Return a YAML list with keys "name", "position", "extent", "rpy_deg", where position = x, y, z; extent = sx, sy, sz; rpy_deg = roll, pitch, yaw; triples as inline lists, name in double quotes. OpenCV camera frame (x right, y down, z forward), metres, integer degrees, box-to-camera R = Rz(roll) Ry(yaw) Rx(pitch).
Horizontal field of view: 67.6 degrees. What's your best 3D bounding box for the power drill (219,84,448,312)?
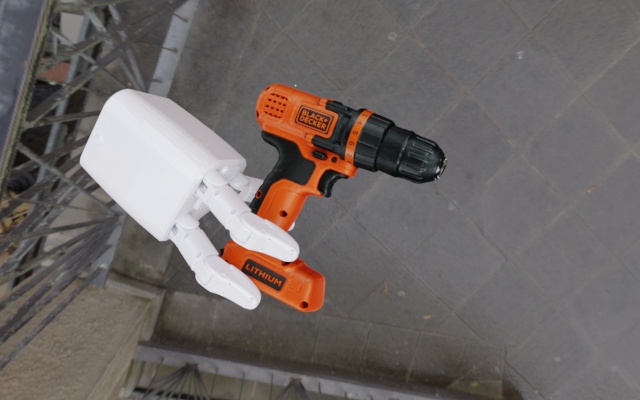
- name: "power drill"
  position: [0.000, 0.002, 0.441]
  extent: [0.184, 0.187, 0.057]
  rpy_deg: [23, 3, 19]
